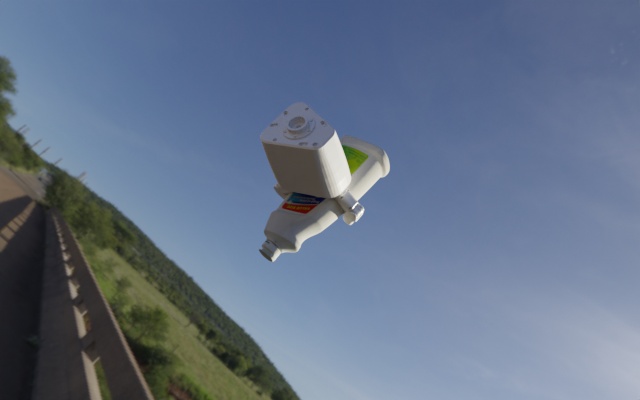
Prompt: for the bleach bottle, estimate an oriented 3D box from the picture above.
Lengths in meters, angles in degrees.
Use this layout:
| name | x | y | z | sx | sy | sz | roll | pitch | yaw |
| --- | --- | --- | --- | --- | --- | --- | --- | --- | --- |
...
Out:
| name | x | y | z | sx | sy | sz | roll | pitch | yaw |
| --- | --- | --- | --- | --- | --- | --- | --- | --- | --- |
| bleach bottle | 0.000 | 0.003 | 0.779 | 0.102 | 0.250 | 0.068 | 28 | -26 | 33 |
